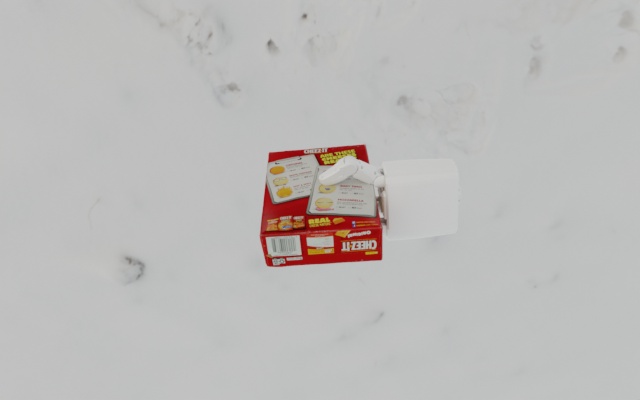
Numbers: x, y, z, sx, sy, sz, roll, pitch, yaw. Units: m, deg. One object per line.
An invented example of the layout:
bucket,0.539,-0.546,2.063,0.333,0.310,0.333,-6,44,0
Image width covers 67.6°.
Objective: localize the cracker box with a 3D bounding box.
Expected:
cracker box,0.000,0.002,0.723,0.164,0.072,0.213,-4,37,1
